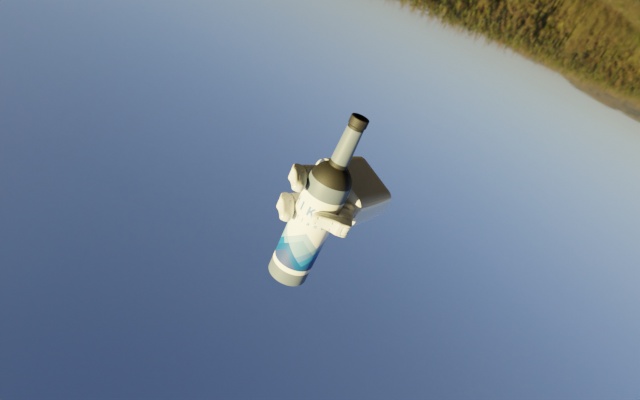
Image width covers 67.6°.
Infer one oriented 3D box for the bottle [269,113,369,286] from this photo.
[{"bbox_3d":[0.000,0.003,0.731,0.069,0.296,0.069,20,28,-11],"label":"bottle"}]
